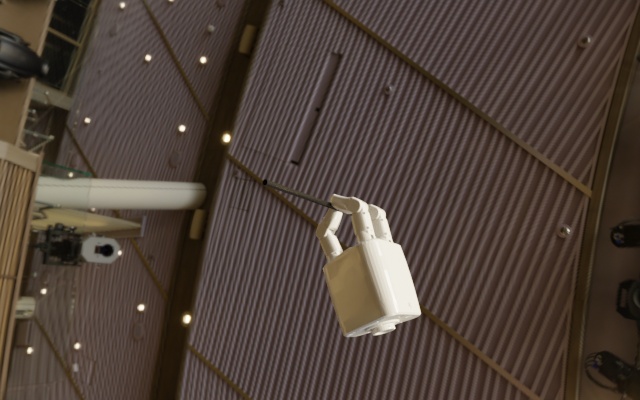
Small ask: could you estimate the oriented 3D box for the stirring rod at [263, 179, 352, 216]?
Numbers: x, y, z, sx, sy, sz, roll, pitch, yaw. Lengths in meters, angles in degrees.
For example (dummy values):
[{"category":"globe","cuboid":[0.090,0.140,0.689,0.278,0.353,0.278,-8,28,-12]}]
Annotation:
[{"category":"stirring rod","cuboid":[0.000,0.002,0.684,0.011,0.011,0.239,0,-12,36]}]
